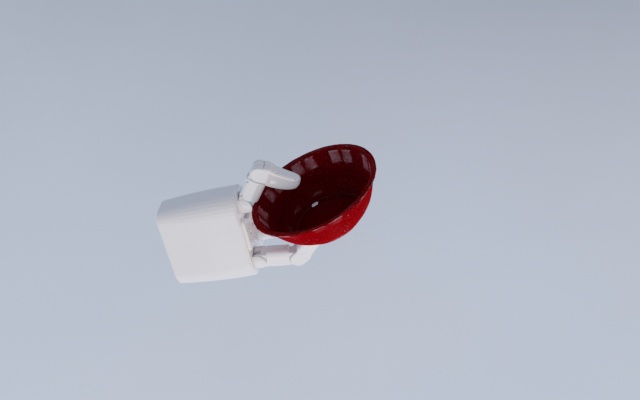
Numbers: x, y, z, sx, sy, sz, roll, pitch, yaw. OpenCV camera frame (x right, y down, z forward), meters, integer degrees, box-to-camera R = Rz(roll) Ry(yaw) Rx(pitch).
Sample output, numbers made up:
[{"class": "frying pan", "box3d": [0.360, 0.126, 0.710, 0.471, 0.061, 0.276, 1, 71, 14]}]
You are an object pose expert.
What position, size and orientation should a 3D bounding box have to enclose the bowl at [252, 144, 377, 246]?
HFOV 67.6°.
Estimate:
[{"class": "bowl", "box3d": [0.001, 0.002, 0.576, 0.162, 0.055, 0.162, -20, 35, 15]}]
